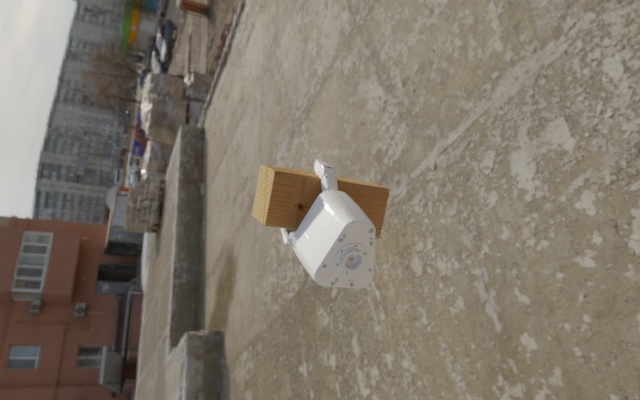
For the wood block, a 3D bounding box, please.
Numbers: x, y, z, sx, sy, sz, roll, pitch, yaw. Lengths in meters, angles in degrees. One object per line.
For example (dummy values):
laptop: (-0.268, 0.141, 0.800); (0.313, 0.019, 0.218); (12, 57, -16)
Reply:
wood block: (0.000, 0.002, 0.811); (0.206, 0.091, 0.090); (8, 7, -23)
